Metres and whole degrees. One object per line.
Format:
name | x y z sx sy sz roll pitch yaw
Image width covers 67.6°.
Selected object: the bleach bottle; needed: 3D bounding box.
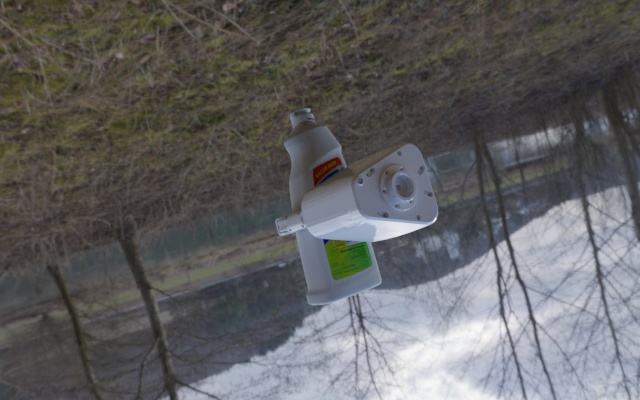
bleach bottle | 0.000 0.002 0.632 0.102 0.251 0.068 -14 -5 -32
